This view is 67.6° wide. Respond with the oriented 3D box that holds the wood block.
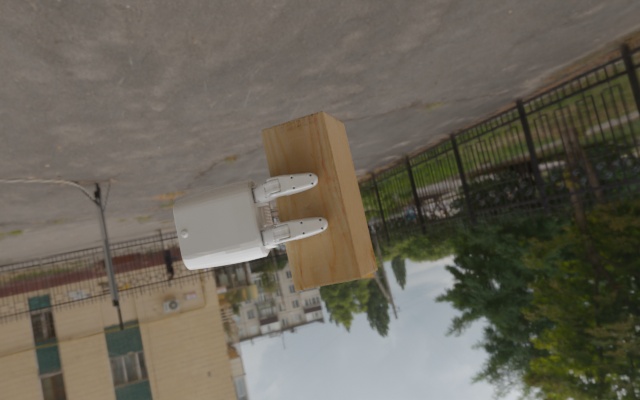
[{"bbox_3d":[0.000,0.002,0.621,0.090,0.206,0.091,-14,-6,18],"label":"wood block"}]
